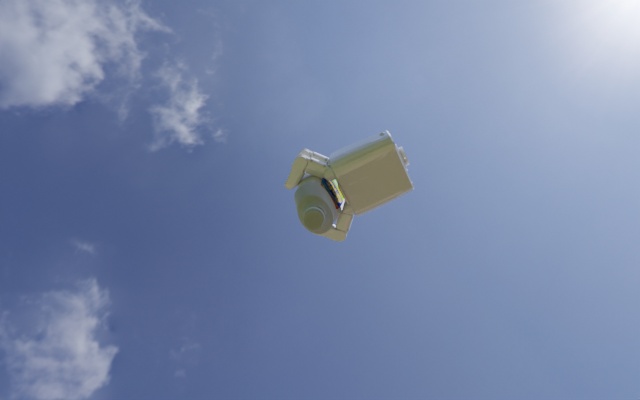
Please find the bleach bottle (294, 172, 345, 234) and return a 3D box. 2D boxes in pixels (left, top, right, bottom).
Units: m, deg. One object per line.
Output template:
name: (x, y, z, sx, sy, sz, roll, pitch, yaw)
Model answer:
bleach bottle: (0.000, 0.003, 0.796, 0.068, 0.102, 0.250, -25, 13, 9)
